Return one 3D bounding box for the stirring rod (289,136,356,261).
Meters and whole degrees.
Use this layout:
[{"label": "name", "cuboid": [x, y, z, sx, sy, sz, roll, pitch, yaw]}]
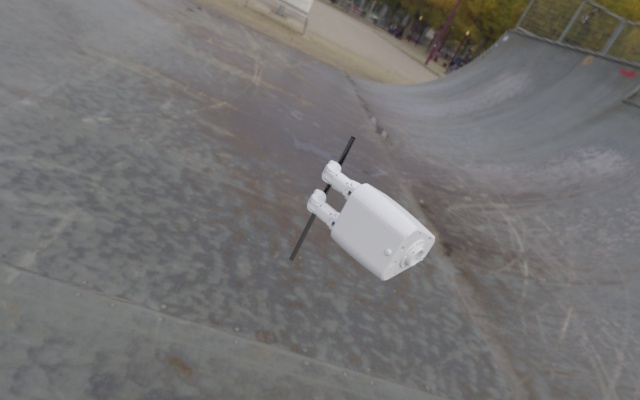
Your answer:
[{"label": "stirring rod", "cuboid": [0.000, 0.003, 0.779, 0.011, 0.240, 0.011, 23, 23, -10]}]
